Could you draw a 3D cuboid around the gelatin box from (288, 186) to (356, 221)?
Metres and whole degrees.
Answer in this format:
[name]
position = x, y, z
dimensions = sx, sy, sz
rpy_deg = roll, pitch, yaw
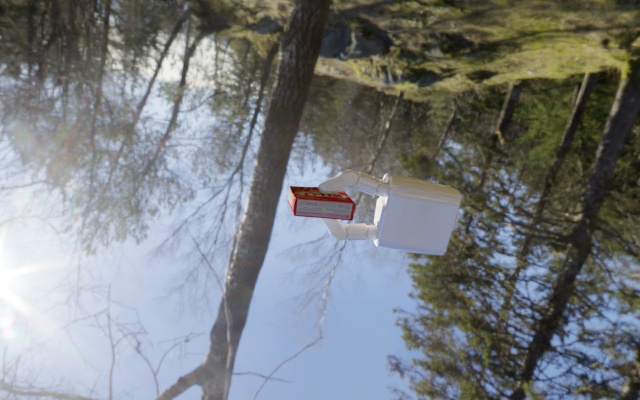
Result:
[gelatin box]
position = 0.000, 0.003, 0.706
dimensions = 0.089, 0.030, 0.073
rpy_deg = 4, 15, -12
